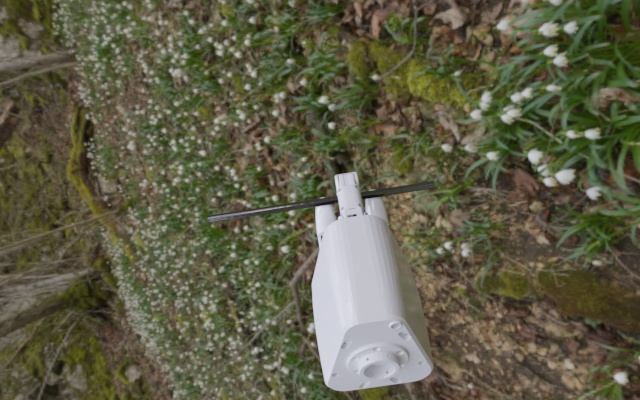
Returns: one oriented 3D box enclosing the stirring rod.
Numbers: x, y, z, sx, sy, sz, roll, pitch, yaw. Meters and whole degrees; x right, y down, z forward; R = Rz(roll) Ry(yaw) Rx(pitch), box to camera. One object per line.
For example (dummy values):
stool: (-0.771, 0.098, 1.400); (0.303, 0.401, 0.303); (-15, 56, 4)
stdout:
stirring rod: (0.000, 0.002, 0.504); (0.239, 0.011, 0.011); (-9, 0, 2)
